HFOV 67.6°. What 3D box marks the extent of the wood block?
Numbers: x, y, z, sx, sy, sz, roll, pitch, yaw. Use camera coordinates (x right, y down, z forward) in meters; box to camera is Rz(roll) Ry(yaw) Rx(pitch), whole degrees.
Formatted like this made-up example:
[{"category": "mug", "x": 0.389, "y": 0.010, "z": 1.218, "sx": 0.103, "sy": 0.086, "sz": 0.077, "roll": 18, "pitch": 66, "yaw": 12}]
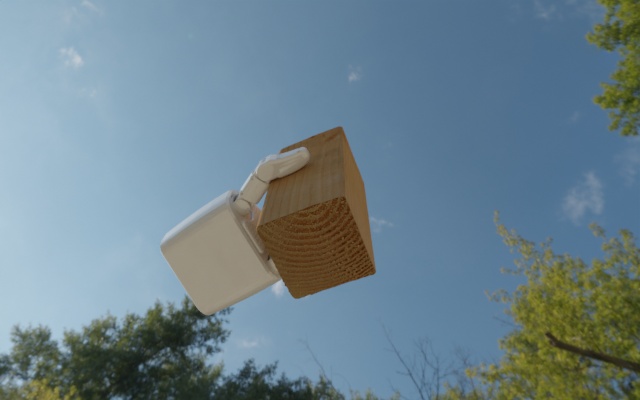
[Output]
[{"category": "wood block", "x": 0.000, "y": 0.002, "z": 0.534, "sx": 0.090, "sy": 0.091, "sz": 0.206, "roll": -20, "pitch": 24, "yaw": 11}]
